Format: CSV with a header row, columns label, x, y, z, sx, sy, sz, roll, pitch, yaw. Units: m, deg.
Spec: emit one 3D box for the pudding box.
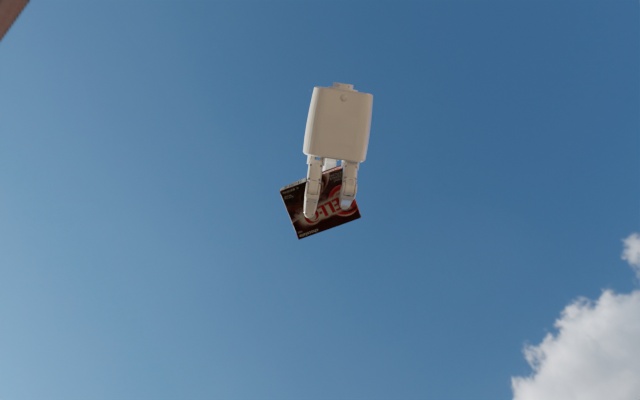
label,x,y,z,sx,sy,sz,roll,pitch,yaw
pudding box,0.000,0.002,0.786,0.113,0.090,0.039,-19,15,4
